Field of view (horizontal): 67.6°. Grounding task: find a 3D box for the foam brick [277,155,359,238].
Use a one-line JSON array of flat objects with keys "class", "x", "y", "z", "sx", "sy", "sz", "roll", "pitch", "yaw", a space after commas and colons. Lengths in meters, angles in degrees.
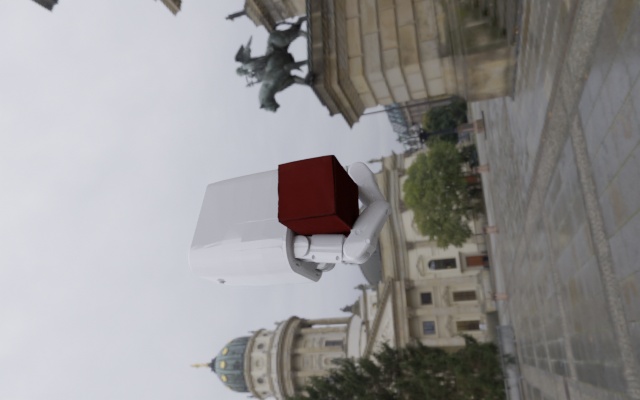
[{"class": "foam brick", "x": 0.000, "y": 0.001, "z": 0.417, "sx": 0.051, "sy": 0.053, "sz": 0.078, "roll": -7, "pitch": -20, "yaw": 17}]
